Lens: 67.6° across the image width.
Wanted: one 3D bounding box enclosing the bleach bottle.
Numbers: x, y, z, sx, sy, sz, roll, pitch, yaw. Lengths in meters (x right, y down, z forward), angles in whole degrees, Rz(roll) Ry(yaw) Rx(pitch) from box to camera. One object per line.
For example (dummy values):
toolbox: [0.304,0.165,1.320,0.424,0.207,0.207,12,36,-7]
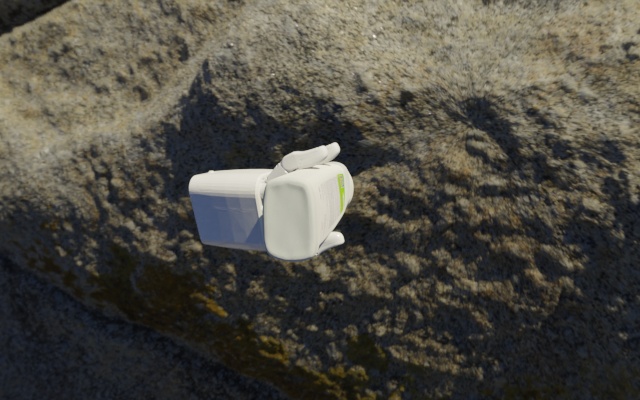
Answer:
bleach bottle: [0.000,0.002,0.659,0.068,0.102,0.251,2,9,17]
